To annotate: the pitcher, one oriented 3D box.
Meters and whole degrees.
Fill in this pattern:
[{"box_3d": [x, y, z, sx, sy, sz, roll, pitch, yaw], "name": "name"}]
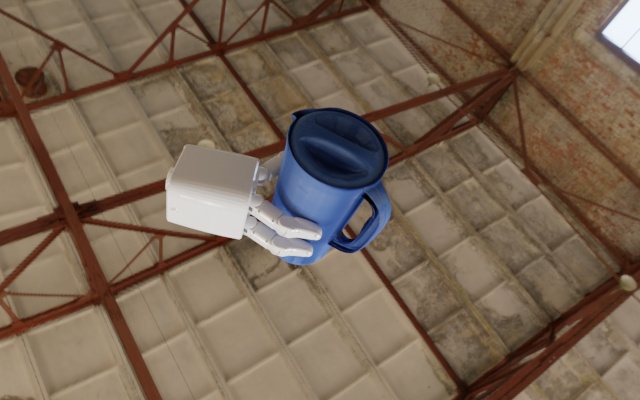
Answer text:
[{"box_3d": [0.000, 0.002, 0.682, 0.145, 0.149, 0.243, 11, -36, -10], "name": "pitcher"}]
